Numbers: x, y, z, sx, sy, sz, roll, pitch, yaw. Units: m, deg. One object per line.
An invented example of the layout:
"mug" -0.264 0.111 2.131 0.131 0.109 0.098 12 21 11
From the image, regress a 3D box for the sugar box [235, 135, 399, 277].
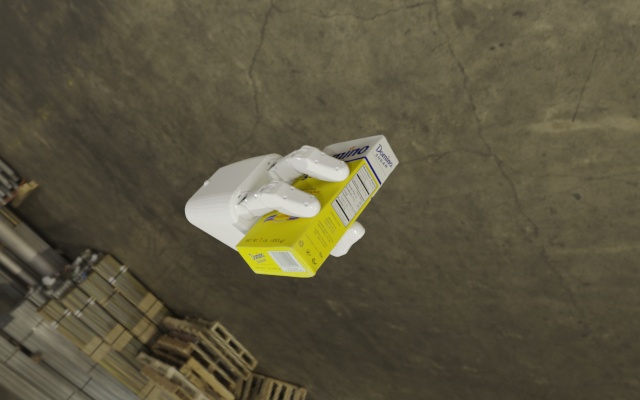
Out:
"sugar box" 0.000 0.001 0.501 0.093 0.048 0.176 -5 39 46
